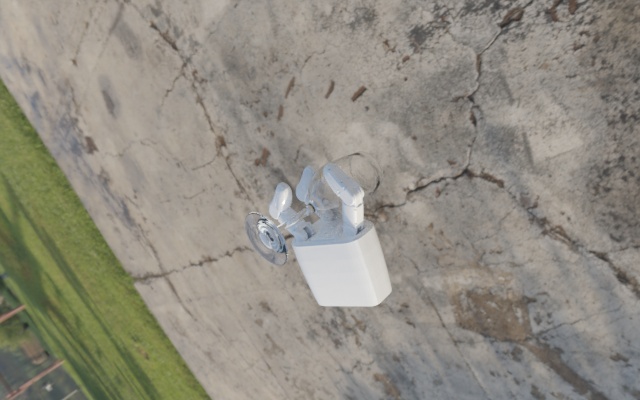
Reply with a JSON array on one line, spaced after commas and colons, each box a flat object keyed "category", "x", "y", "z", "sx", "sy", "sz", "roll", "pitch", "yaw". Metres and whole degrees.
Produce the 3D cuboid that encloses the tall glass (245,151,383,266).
[{"category": "tall glass", "x": 0.000, "y": 0.002, "z": 0.629, "sx": 0.079, "sy": 0.079, "sz": 0.201, "roll": 0, "pitch": 27, "yaw": 48}]
